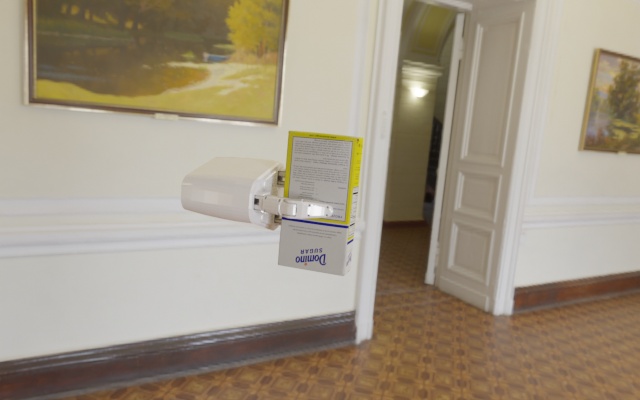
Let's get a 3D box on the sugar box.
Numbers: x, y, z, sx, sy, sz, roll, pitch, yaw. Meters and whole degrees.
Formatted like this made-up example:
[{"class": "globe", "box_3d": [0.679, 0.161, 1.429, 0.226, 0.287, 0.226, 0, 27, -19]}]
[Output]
[{"class": "sugar box", "box_3d": [0.000, 0.002, 0.619, 0.093, 0.176, 0.048, 8, 9, 17]}]
